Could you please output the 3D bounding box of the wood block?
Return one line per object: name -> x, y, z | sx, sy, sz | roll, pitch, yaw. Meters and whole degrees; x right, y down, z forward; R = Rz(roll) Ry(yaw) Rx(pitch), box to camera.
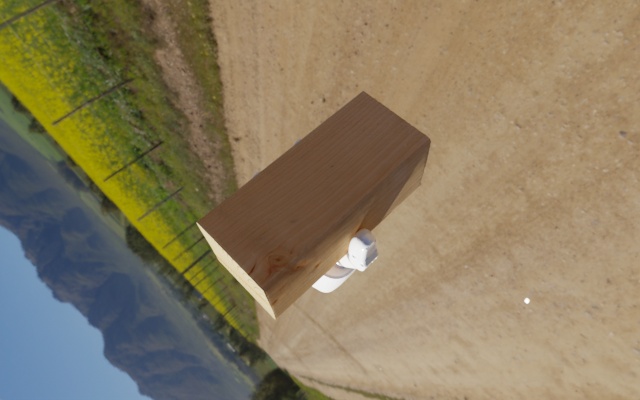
wood block -> 0.000, 0.002, 0.459 | 0.090, 0.206, 0.090 | 41, -20, 22
